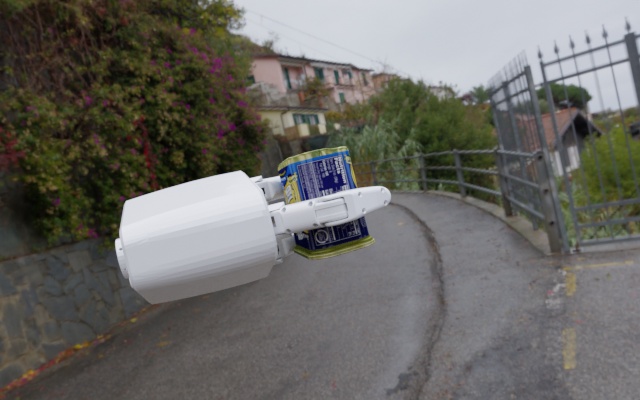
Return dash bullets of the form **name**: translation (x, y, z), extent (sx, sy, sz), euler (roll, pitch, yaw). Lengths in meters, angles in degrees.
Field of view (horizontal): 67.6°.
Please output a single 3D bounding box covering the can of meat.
- **can of meat**: translation (0.000, 0.001, 0.419), extent (0.057, 0.084, 0.102), euler (-14, 2, -13)
